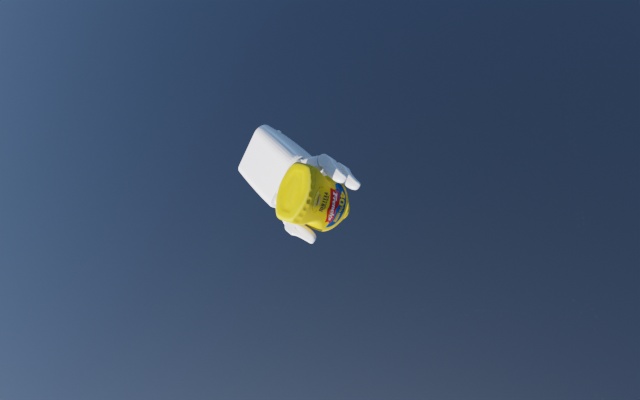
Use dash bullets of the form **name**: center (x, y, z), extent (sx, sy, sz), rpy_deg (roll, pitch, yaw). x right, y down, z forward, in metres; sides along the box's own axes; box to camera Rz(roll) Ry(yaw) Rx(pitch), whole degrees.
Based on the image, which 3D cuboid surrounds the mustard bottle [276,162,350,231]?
- **mustard bottle**: center (0.000, 0.003, 0.814), extent (0.058, 0.096, 0.192), rpy_deg (15, -3, 29)
